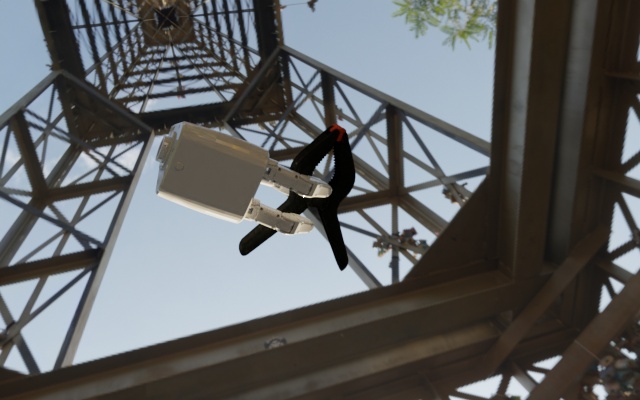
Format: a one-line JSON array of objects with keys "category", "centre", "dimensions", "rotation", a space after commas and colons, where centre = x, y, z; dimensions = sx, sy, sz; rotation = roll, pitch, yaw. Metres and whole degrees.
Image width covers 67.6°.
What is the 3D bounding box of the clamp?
[{"category": "clamp", "centre": [0.000, 0.001, 0.654], "dimensions": [0.164, 0.210, 0.036], "rotation": [19, 13, -27]}]
